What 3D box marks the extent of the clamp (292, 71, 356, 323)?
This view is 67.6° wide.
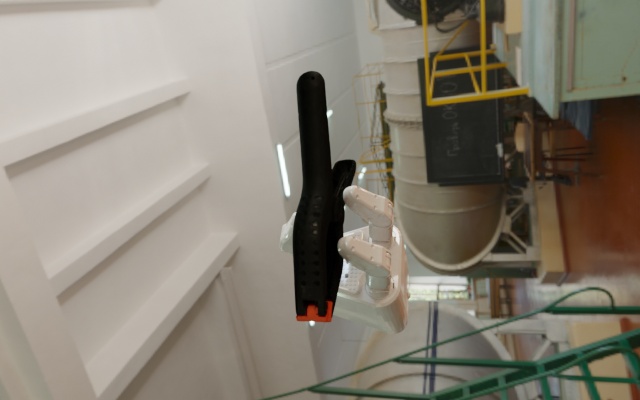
[{"bbox_3d":[-0.001,0.002,0.435,0.036,0.209,0.165,-3,-33,16],"label":"clamp"}]
